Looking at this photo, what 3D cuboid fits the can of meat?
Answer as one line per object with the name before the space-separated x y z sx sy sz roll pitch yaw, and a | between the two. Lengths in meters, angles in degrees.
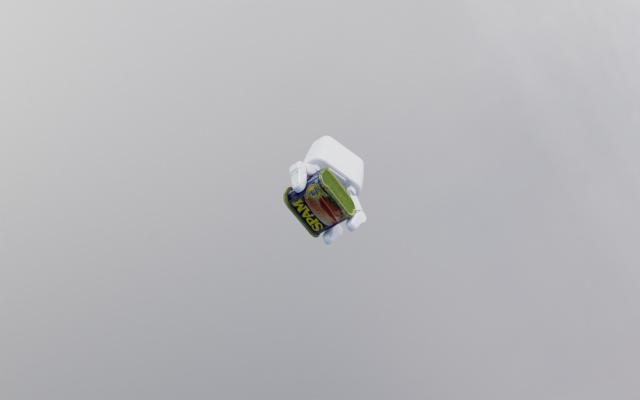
can of meat | 0.000 0.003 0.830 0.084 0.102 0.057 -30 20 26
